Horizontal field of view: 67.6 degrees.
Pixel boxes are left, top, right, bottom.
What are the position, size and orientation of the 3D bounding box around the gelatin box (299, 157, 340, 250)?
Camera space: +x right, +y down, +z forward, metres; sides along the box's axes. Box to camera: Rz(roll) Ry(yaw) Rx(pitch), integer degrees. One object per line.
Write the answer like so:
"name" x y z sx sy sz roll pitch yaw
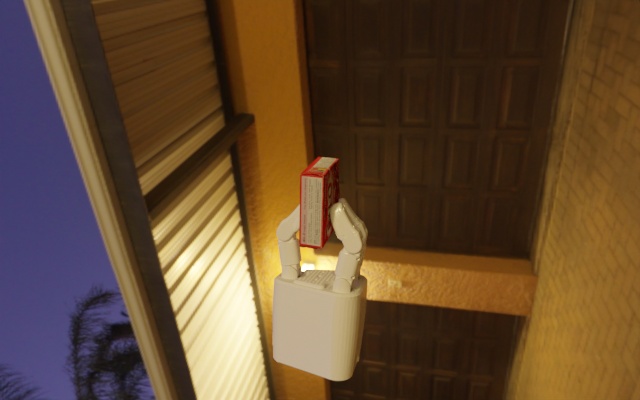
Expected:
"gelatin box" 0.000 0.001 0.548 0.030 0.089 0.073 6 21 14
